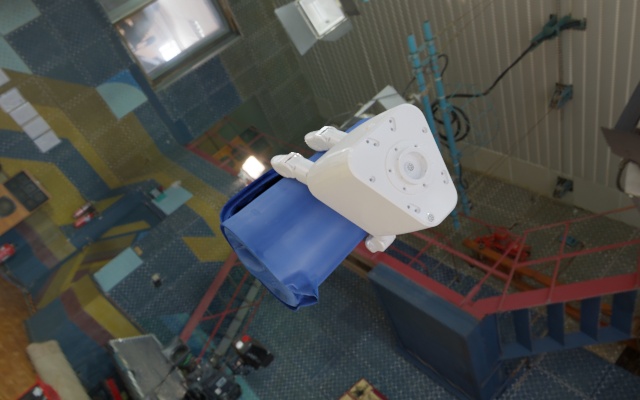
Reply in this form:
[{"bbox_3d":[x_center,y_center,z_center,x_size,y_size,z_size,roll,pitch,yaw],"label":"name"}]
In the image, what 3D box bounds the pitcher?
[{"bbox_3d":[0.000,0.002,0.594,0.242,0.149,0.145,-42,7,-19],"label":"pitcher"}]
